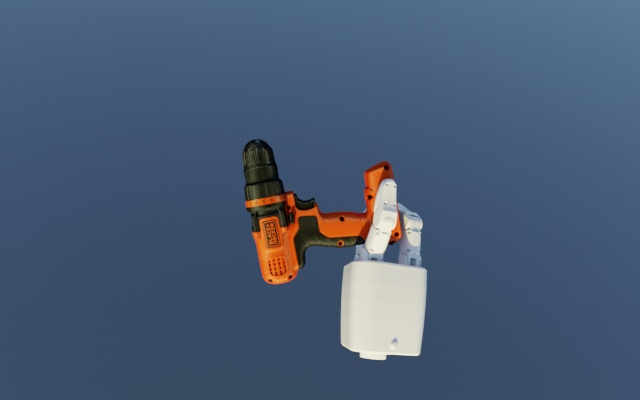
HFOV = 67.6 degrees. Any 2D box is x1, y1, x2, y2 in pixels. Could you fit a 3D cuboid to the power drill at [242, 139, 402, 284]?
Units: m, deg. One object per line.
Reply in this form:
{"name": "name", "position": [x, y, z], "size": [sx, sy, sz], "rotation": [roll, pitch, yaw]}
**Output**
{"name": "power drill", "position": [0.001, 0.002, 0.608], "size": [0.187, 0.184, 0.057], "rotation": [-10, 5, -1]}
